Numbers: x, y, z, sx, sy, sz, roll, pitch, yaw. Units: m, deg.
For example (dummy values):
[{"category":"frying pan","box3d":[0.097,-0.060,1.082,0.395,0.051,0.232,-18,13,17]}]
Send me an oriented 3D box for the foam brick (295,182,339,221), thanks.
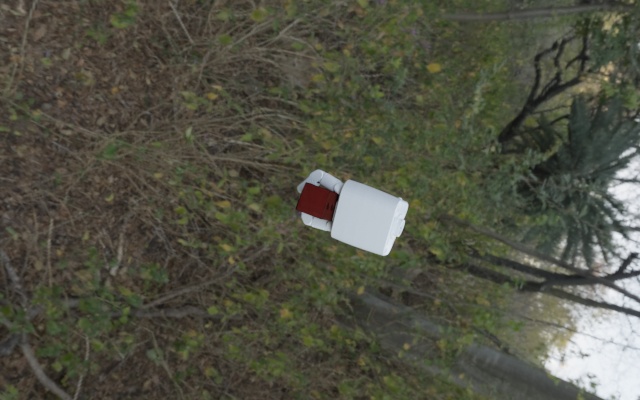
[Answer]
[{"category":"foam brick","box3d":[0.000,0.003,0.853,0.051,0.053,0.078,21,3,21]}]
